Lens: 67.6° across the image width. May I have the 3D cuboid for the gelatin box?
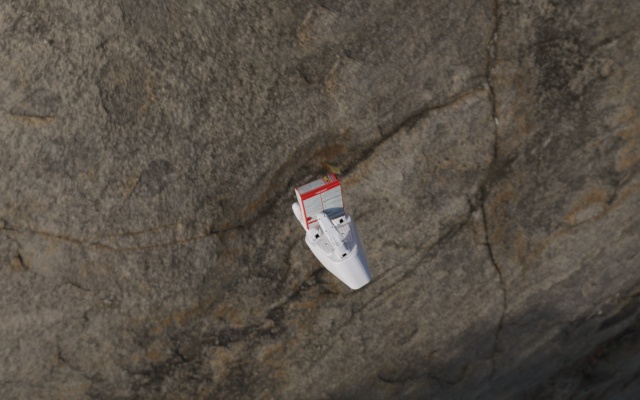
[{"bbox_3d":[0.000,0.003,0.821,0.073,0.089,0.030,-23,49,-11],"label":"gelatin box"}]
